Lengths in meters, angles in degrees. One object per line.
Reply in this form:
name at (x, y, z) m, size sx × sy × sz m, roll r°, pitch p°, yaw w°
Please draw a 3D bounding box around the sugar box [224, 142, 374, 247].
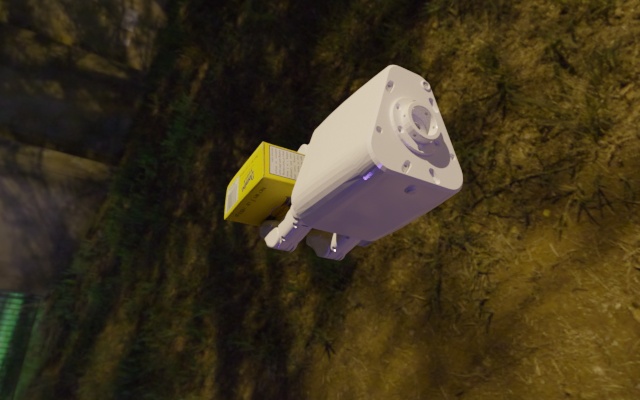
sugar box at (0.000, 0.002, 0.494) m, size 0.176 × 0.048 × 0.093 m, roll 16°, pitch -34°, yaw -27°
